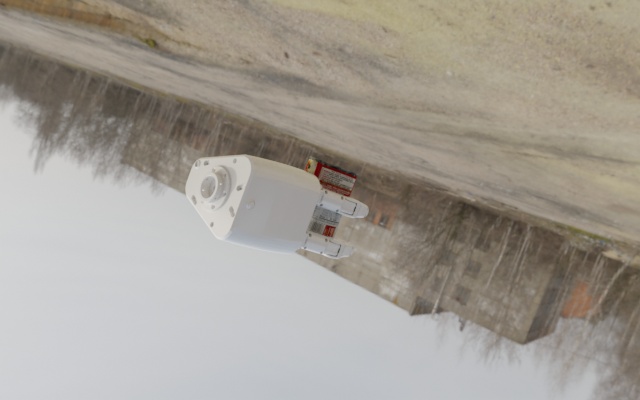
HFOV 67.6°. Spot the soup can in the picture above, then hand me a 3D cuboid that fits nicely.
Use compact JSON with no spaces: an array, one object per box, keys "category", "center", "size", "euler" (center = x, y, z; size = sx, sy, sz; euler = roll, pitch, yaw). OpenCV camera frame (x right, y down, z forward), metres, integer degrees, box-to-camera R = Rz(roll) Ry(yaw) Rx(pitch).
[{"category":"soup can","center":[0.000,0.002,0.620],"size":[0.068,0.102,0.068],"euler":[20,3,-1]}]
